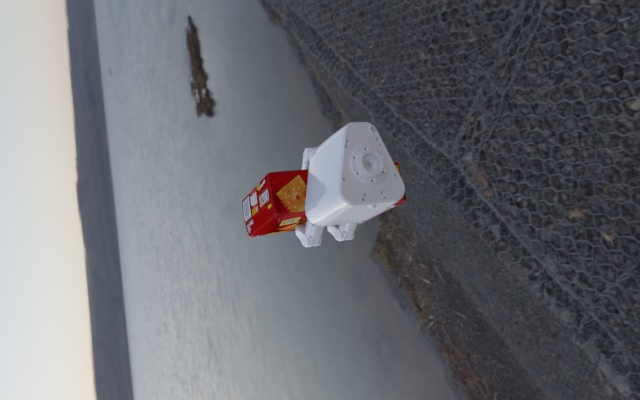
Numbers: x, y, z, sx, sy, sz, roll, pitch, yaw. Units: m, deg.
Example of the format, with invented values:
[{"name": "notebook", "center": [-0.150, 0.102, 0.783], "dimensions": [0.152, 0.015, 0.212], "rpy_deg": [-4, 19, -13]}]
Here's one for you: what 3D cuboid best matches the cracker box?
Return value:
[{"name": "cracker box", "center": [0.000, 0.002, 0.755], "dimensions": [0.213, 0.072, 0.164], "rpy_deg": [-5, -12, -24]}]
